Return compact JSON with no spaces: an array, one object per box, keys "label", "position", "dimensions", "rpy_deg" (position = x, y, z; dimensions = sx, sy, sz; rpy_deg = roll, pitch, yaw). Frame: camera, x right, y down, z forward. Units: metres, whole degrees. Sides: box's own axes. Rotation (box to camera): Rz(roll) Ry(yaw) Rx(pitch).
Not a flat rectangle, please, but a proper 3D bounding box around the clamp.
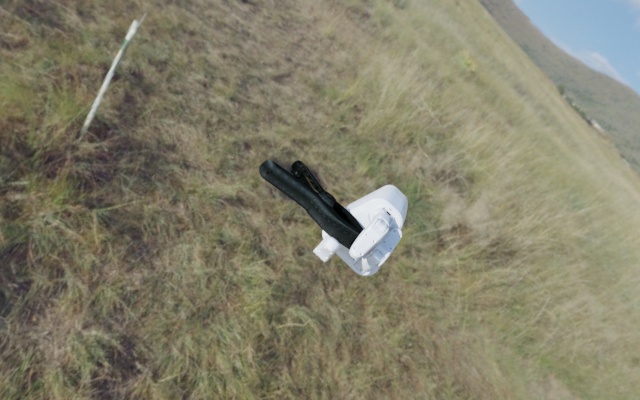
[{"label":"clamp","position":[0.001,0.002,0.643],"dimensions":[0.039,0.171,0.120],"rpy_deg":[-47,-1,22]}]
